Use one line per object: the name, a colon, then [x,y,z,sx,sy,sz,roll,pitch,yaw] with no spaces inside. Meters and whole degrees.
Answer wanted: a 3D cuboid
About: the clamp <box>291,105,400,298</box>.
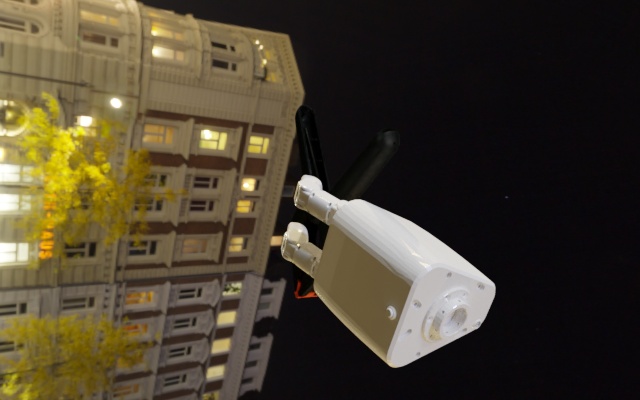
clamp: [0.001,0.002,0.514,0.036,0.210,0.164,3,22,-33]
